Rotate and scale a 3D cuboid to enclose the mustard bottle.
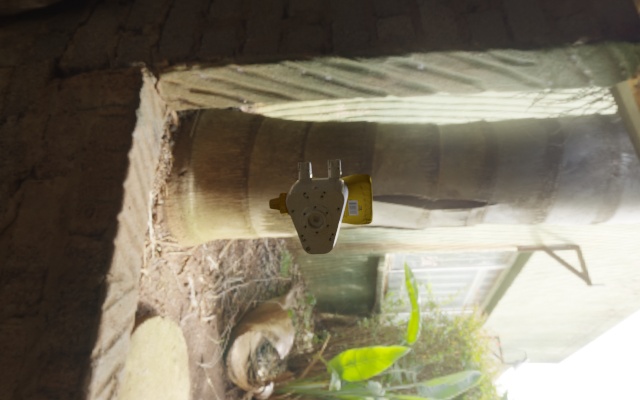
[{"bbox_3d":[0.000,0.003,0.889,0.191,0.096,0.058,-3,35,4],"label":"mustard bottle"}]
